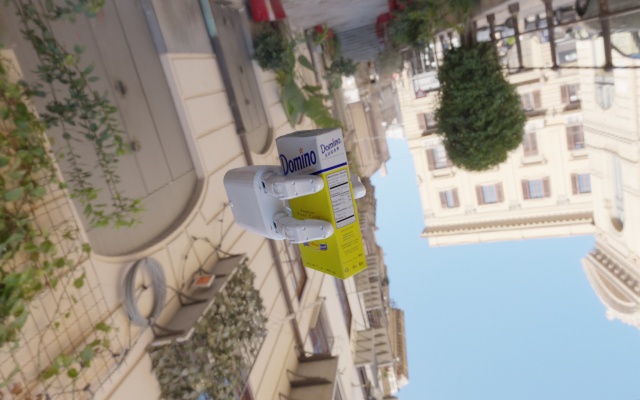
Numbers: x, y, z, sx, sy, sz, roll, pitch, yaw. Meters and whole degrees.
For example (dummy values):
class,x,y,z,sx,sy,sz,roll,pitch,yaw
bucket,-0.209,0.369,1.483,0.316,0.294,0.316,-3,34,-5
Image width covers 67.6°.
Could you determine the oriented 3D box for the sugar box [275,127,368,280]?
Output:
class,x,y,z,sx,sy,sz,roll,pitch,yaw
sugar box,0.000,0.002,0.587,0.048,0.176,0.093,-24,17,-32
